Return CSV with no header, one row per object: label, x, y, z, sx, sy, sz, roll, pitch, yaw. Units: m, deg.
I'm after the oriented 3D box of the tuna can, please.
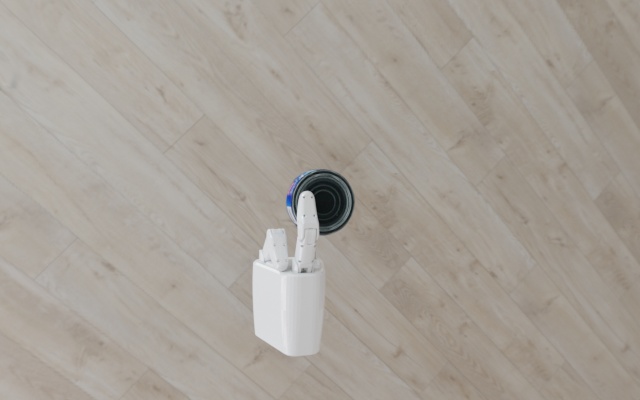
tuna can,0.000,0.002,0.616,0.086,0.086,0.034,0,2,-16
